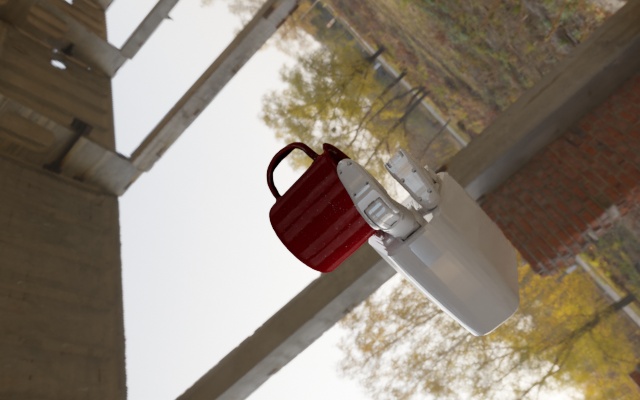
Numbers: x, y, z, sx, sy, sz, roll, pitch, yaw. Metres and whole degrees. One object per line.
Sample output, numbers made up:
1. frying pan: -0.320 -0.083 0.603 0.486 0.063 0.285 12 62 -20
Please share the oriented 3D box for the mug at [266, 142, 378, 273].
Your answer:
1. mug: -0.001 0.001 0.424 0.081 0.117 0.093 -44 3 15
